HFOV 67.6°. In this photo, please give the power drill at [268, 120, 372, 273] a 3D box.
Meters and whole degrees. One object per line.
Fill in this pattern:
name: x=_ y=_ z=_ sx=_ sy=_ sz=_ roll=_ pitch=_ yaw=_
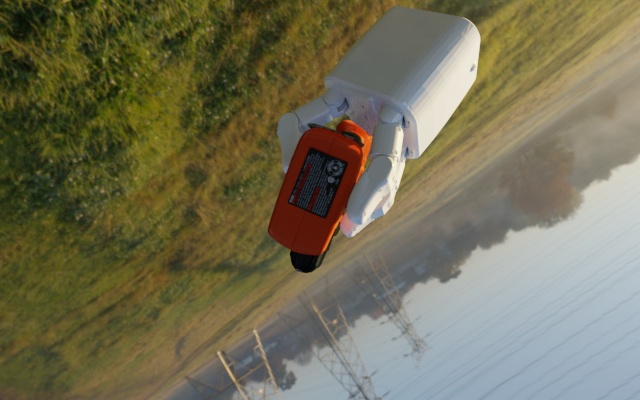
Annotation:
power drill: x=0.000 y=0.001 z=0.482 sx=0.057 sy=0.184 sz=0.187 roll=20 pitch=6 yaw=5
